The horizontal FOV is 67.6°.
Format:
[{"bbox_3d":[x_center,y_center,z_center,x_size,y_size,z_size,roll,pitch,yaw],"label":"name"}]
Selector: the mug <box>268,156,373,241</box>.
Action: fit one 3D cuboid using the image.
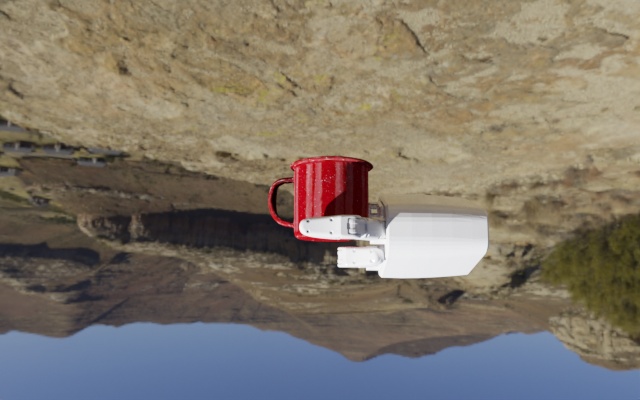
[{"bbox_3d":[-0.001,0.002,0.528,0.117,0.081,0.093,0,-9,4],"label":"mug"}]
